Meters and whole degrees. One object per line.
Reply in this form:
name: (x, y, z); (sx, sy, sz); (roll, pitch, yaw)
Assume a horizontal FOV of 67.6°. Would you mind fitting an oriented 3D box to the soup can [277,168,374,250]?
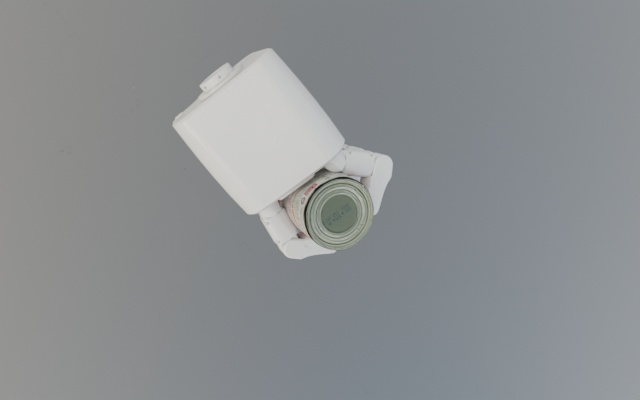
soup can: (0.000, 0.002, 0.461); (0.068, 0.068, 0.102); (0, 12, -21)
